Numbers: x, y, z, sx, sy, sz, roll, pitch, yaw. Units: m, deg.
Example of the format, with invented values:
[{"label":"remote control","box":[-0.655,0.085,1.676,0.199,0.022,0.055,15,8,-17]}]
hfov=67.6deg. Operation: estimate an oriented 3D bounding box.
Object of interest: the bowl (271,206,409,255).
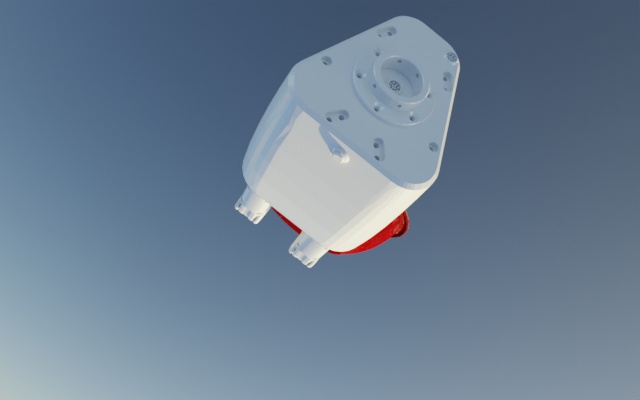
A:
[{"label":"bowl","box":[0.000,0.002,0.449,0.162,0.055,0.162,35,-18,13]}]
